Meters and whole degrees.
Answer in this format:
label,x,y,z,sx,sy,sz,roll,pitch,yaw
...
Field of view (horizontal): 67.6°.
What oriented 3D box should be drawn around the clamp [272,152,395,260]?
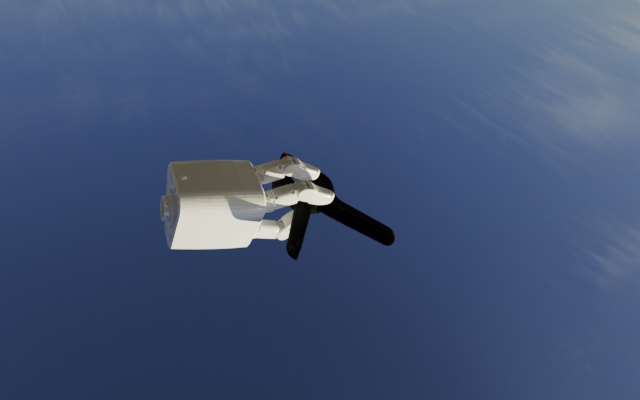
label,x,y,z,sx,sy,sz,roll,pitch,yaw
clamp,-0.001,0.003,0.674,0.164,0.036,0.209,1,38,-29
